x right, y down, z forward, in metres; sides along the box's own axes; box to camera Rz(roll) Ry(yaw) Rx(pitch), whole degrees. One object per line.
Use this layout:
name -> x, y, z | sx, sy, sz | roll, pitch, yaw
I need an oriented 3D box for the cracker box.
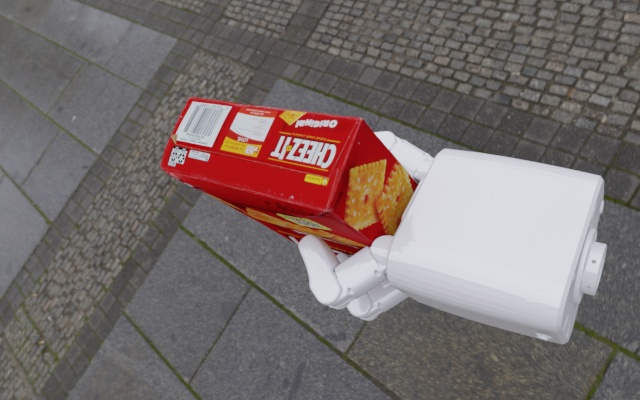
cracker box -> 0.000, 0.001, 0.405 | 0.164, 0.072, 0.214 | 14, -14, 34
